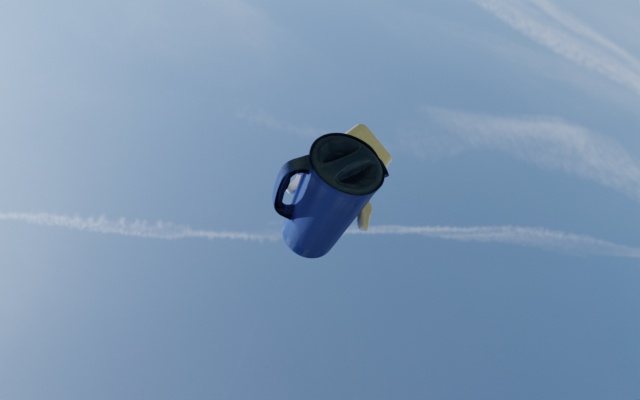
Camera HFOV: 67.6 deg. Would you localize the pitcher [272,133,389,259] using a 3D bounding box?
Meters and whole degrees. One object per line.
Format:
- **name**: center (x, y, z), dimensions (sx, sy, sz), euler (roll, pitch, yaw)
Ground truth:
- **pitcher**: center (0.000, 0.003, 0.864), dimensions (0.145, 0.149, 0.243), euler (-49, -8, -41)
